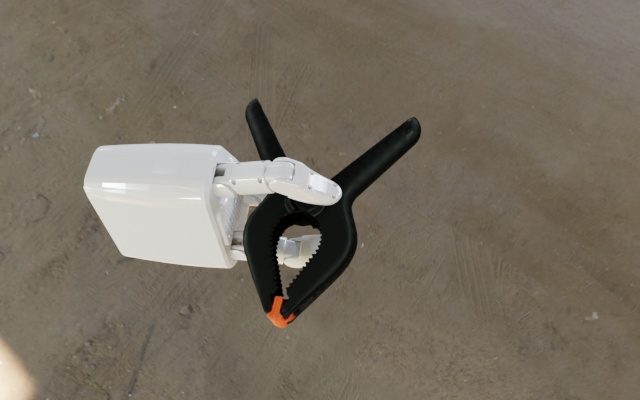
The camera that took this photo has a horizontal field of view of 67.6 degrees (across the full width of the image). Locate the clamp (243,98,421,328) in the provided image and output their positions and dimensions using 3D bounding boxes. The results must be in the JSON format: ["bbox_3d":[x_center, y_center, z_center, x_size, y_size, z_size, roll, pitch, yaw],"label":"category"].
[{"bbox_3d":[0.000,0.001,0.403,0.164,0.210,0.036,2,-27,9],"label":"clamp"}]
